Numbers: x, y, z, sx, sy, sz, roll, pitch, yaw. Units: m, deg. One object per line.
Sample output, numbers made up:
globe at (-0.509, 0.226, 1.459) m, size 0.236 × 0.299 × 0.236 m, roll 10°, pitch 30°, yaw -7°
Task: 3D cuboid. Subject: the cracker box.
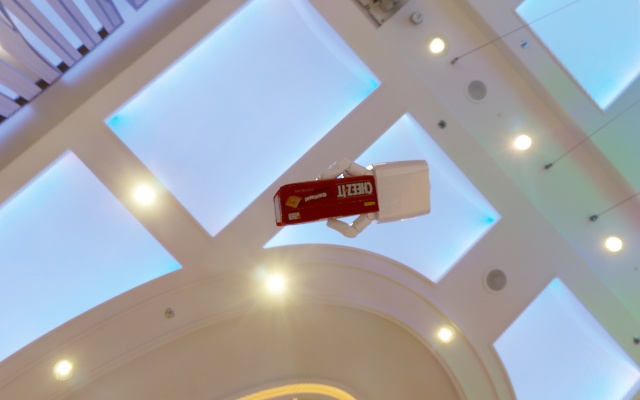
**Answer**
cracker box at (0.000, 0.003, 0.887) m, size 0.164 × 0.072 × 0.214 m, roll -8°, pitch -3°, yaw -9°
